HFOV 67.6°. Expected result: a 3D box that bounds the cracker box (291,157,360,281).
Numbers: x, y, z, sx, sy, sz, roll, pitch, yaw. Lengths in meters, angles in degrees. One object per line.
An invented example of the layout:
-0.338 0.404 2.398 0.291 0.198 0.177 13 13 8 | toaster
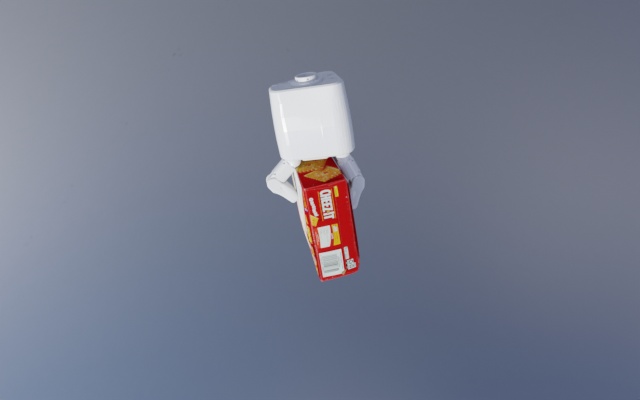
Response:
0.000 0.003 0.791 0.072 0.164 0.213 -13 27 -5 | cracker box
